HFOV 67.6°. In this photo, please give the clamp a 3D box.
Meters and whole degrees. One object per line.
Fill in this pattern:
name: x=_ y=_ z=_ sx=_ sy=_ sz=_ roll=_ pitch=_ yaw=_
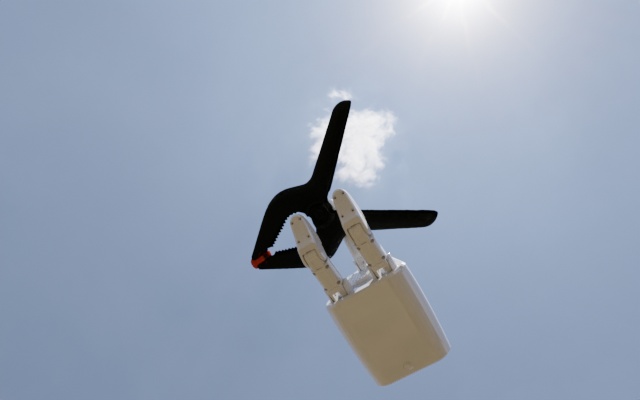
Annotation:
clamp: x=0.000 y=0.002 z=0.537 sx=0.210 sy=0.164 sz=0.036 roll=-31 pitch=-2 yaw=13
